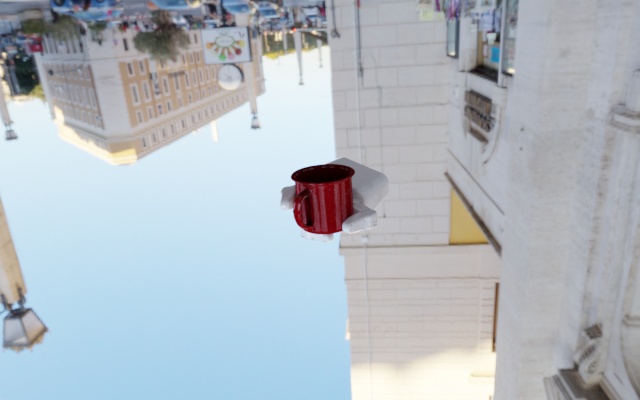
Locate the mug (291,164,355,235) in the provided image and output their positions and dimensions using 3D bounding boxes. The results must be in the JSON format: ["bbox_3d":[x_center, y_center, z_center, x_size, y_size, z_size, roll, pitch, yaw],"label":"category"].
[{"bbox_3d":[-0.001,0.003,0.690,0.093,0.081,0.117,8,24,31],"label":"mug"}]
